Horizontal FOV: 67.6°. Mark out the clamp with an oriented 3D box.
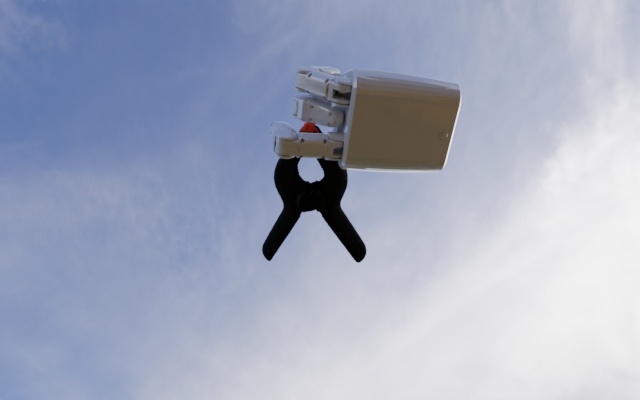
[{"bbox_3d":[0.000,0.001,0.526,0.120,0.172,0.039,5,31,-5],"label":"clamp"}]
